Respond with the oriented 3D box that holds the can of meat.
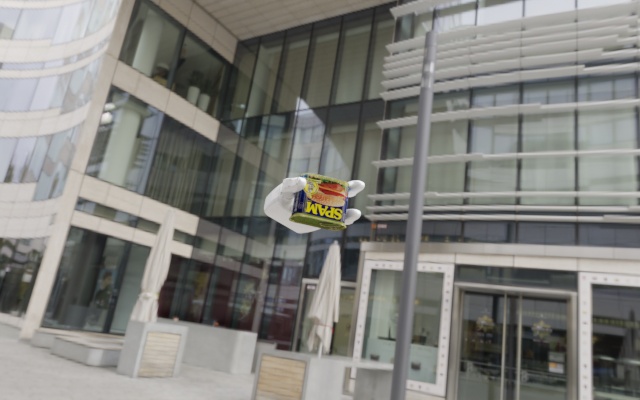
[{"bbox_3d":[0.000,0.003,0.872,0.102,0.084,0.057,13,-17,-17],"label":"can of meat"}]
